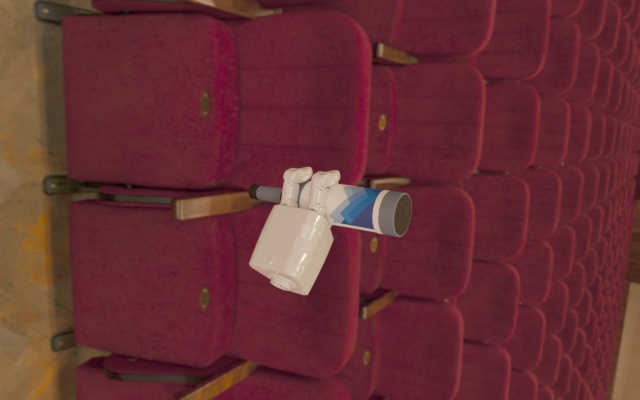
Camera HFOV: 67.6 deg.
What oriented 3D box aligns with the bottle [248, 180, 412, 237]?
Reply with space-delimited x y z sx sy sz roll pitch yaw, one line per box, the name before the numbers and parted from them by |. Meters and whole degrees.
bottle | 0.000 0.003 0.787 0.295 0.069 0.069 9 5 33
